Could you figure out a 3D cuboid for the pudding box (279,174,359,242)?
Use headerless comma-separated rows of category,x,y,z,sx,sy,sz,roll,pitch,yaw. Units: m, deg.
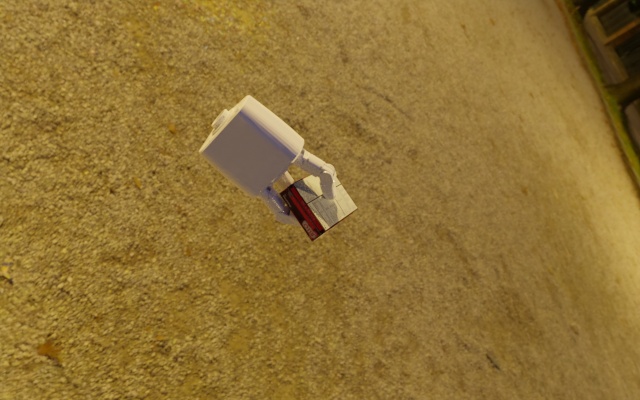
pudding box,0.000,0.002,0.752,0.039,0.090,0.113,-36,-3,38
